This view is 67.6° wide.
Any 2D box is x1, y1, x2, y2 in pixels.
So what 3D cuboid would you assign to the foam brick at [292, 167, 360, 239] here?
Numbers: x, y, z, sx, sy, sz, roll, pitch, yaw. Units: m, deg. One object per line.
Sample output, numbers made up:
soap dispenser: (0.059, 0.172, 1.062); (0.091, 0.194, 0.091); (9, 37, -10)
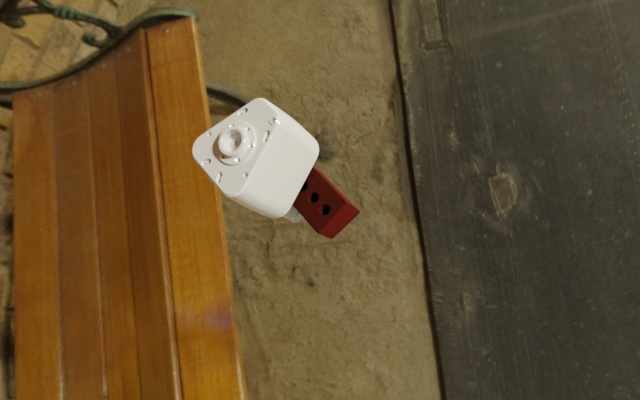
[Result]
foam brick: (0.000, 0.002, 0.603); (0.078, 0.053, 0.051); (46, 6, 24)
